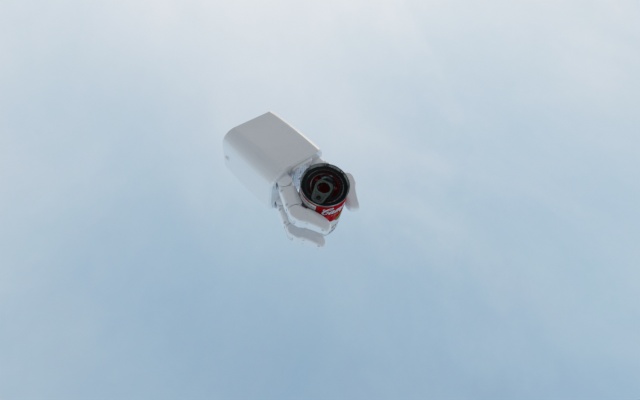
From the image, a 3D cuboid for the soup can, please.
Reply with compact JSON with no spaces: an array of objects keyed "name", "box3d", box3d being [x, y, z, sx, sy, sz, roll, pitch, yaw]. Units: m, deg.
[{"name":"soup can","box3d":[0.001,0.003,0.683,0.068,0.068,0.102,0,-29,-8]}]
